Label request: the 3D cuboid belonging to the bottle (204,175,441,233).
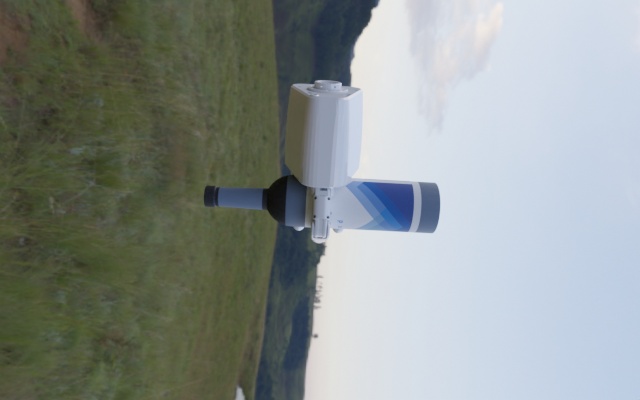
[{"bbox_3d":[0.000,0.002,0.616,0.296,0.069,0.069,3,0,-2],"label":"bottle"}]
